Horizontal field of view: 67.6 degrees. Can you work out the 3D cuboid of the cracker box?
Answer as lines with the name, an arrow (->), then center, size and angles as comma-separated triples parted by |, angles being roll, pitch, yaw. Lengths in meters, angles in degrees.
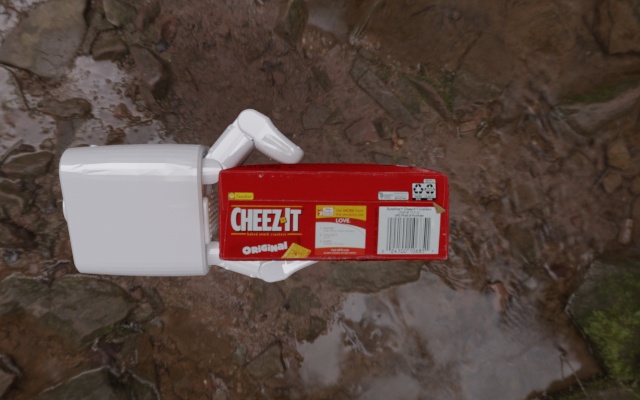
cracker box -> 0.000, 0.002, 0.432 | 0.164, 0.072, 0.213 | 0, 5, -6
